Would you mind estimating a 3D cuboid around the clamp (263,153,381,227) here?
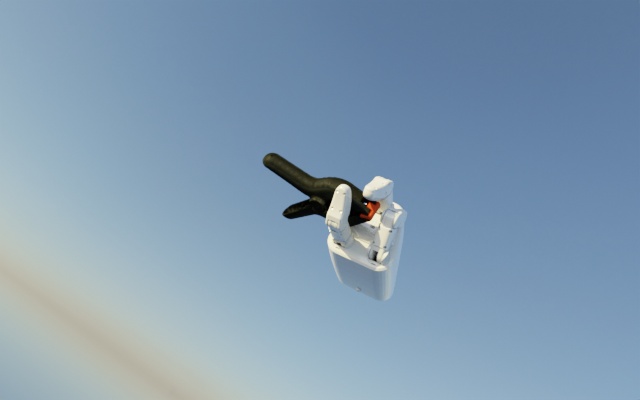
[{"bbox_3d":[0.001,0.002,0.664,0.171,0.039,0.120,23,-30,24],"label":"clamp"}]
